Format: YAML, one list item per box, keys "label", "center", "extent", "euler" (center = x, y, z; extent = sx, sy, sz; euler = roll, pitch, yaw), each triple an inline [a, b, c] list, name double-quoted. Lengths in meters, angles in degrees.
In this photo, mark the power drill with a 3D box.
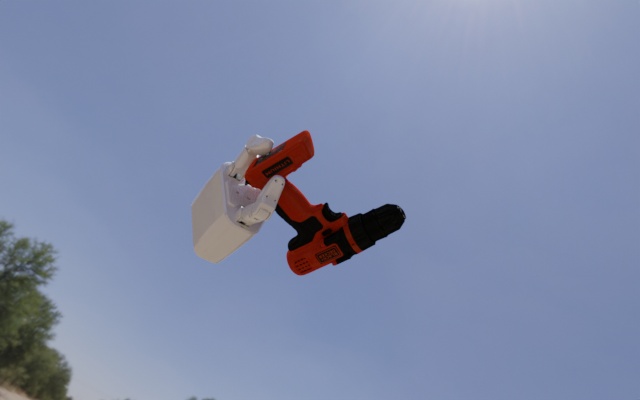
- label: "power drill"
  center: [0.000, 0.002, 0.655]
  extent: [0.184, 0.188, 0.057]
  euler: [-28, 18, 16]
